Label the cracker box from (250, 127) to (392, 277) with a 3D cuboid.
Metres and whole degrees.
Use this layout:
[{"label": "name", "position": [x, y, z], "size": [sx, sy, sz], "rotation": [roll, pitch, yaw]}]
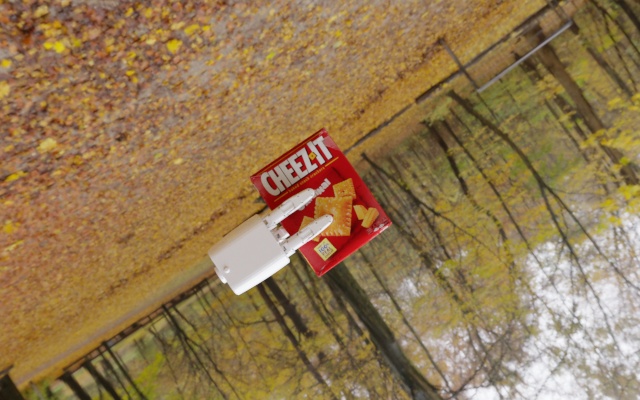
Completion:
[{"label": "cracker box", "position": [0.000, 0.003, 0.858], "size": [0.164, 0.213, 0.072], "rotation": [-35, -2, -7]}]
